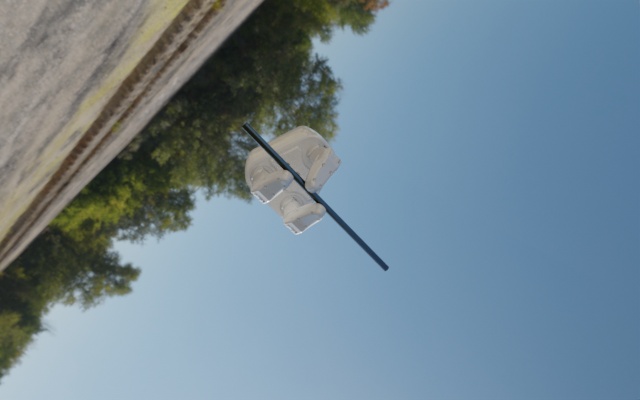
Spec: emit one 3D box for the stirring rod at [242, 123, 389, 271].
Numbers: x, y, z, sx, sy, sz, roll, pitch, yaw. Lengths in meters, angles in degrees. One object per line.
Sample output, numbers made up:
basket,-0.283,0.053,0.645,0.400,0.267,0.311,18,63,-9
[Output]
stirring rod,0.000,0.002,0.540,0.239,0.011,0.011,45,-18,-19
